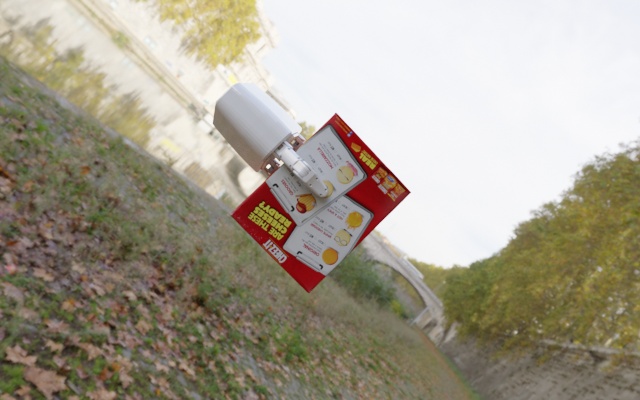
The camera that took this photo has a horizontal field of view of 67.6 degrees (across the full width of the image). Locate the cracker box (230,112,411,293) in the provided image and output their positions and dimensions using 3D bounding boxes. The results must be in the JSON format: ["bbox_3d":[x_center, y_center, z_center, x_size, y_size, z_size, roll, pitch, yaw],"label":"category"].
[{"bbox_3d":[0.000,0.002,0.718,0.213,0.164,0.072,-44,4,-2],"label":"cracker box"}]
